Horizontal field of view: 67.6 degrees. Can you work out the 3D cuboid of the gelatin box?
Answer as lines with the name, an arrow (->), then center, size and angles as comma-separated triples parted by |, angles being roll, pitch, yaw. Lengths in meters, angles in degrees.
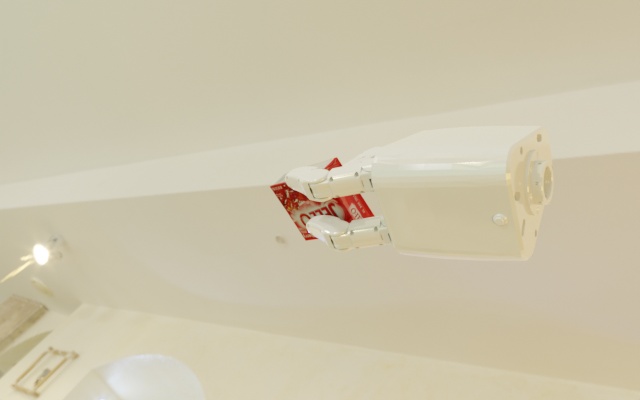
gelatin box -> 0.000, 0.001, 0.479 | 0.089, 0.073, 0.030 | -11, 27, 49
